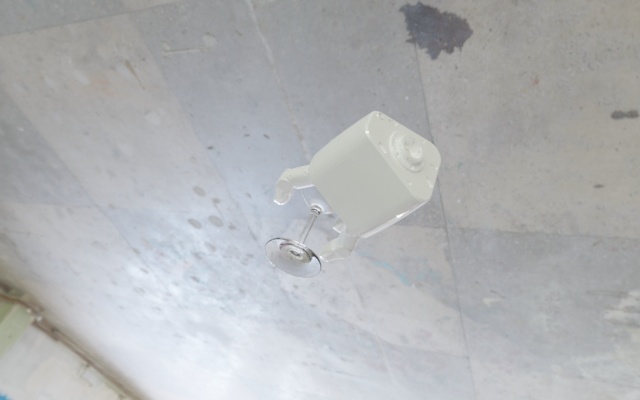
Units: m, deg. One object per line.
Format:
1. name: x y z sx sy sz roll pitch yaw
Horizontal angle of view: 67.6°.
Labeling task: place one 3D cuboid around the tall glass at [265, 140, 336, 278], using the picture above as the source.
1. tall glass: 0.000 0.003 0.643 0.079 0.079 0.201 0 44 28
